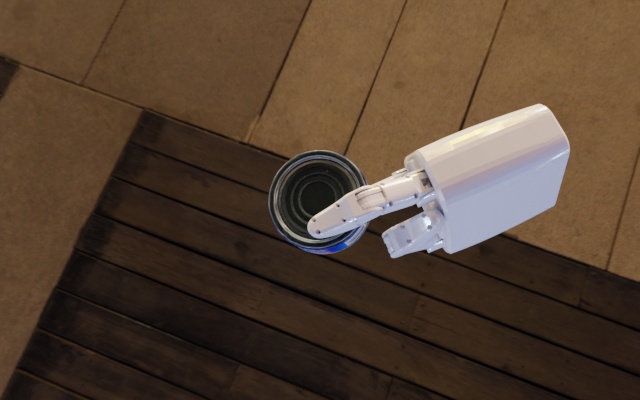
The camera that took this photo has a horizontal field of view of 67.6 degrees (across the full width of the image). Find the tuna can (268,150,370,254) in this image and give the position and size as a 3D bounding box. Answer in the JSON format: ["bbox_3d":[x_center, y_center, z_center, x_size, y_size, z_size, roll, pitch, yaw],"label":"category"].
[{"bbox_3d":[0.000,0.001,0.403,0.086,0.086,0.034,0,-11,11],"label":"tuna can"}]
